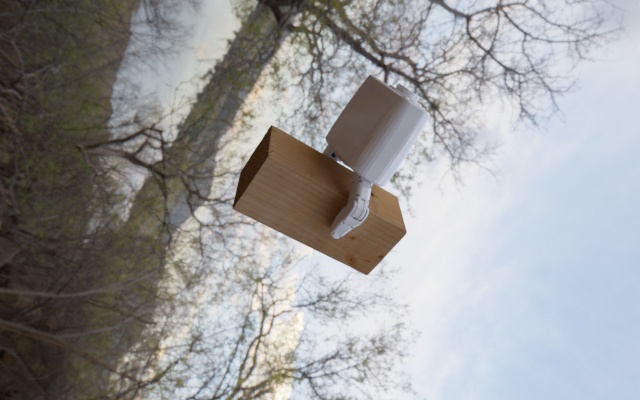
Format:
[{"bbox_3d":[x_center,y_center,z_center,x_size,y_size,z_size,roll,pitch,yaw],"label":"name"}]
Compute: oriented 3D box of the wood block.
[{"bbox_3d":[0.000,0.002,0.629,0.206,0.090,0.090,28,29,-19],"label":"wood block"}]
